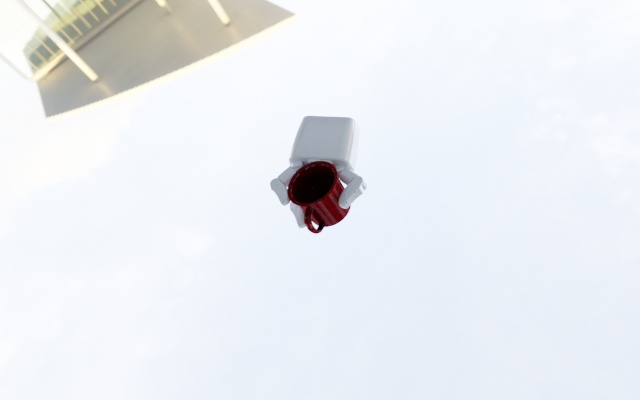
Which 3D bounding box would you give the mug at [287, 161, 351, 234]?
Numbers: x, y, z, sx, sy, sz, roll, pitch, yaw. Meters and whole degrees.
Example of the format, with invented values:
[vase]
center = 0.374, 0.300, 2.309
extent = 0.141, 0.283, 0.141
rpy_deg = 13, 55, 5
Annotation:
[mug]
center = 0.000, 0.004, 0.814
extent = 0.093, 0.117, 0.081
rpy_deg = -5, -36, 27
